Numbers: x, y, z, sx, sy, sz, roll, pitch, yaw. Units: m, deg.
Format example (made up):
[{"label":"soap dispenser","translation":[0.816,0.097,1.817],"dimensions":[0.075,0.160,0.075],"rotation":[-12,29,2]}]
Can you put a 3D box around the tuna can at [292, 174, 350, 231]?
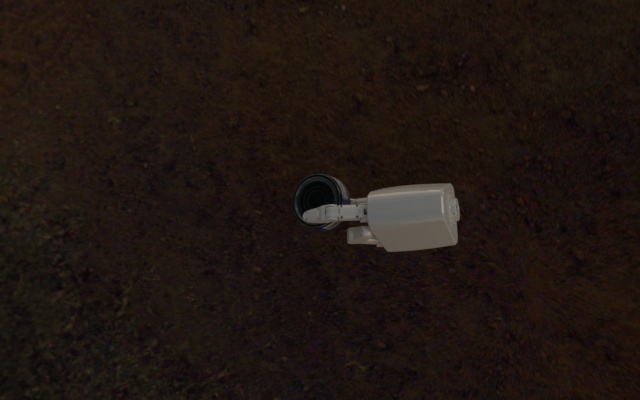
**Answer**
[{"label":"tuna can","translation":[0.000,0.002,0.730],"dimensions":[0.086,0.086,0.034],"rotation":[0,-8,28]}]
